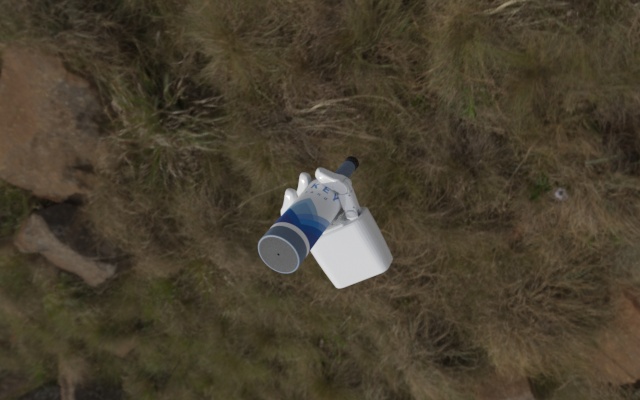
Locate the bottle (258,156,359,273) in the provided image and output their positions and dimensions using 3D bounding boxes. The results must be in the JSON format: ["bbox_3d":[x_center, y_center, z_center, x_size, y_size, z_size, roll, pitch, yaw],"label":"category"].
[{"bbox_3d":[0.000,0.003,0.782,0.069,0.069,0.295,0,30,28],"label":"bottle"}]
